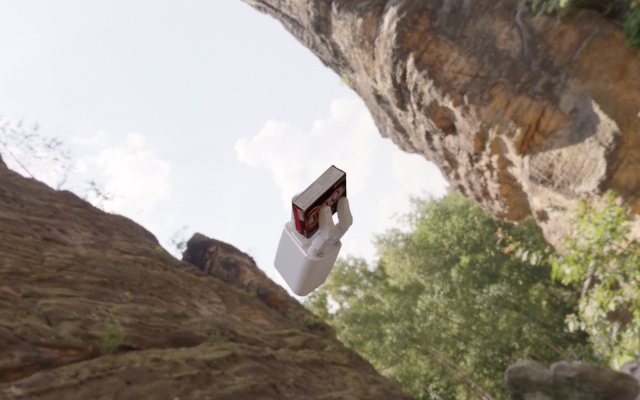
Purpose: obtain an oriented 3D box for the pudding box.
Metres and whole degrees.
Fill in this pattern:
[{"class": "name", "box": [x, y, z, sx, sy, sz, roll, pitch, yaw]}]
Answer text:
[{"class": "pudding box", "box": [0.000, 0.003, 0.857, 0.039, 0.113, 0.090, 34, -27, 23]}]
